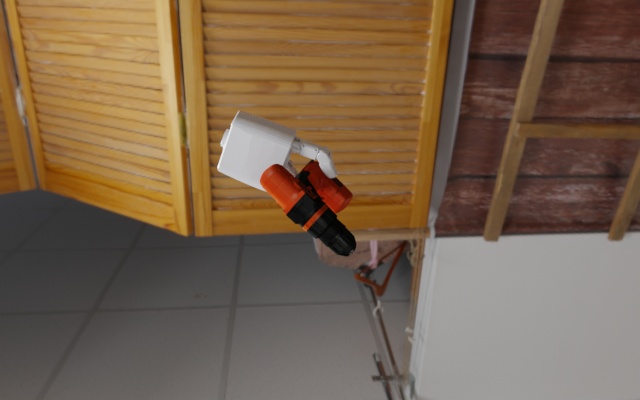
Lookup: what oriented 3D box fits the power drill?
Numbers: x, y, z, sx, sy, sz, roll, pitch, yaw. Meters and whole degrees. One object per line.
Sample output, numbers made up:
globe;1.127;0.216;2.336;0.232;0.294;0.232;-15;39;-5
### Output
power drill;0.000;0.002;0.797;0.057;0.184;0.187;-46;-2;17
